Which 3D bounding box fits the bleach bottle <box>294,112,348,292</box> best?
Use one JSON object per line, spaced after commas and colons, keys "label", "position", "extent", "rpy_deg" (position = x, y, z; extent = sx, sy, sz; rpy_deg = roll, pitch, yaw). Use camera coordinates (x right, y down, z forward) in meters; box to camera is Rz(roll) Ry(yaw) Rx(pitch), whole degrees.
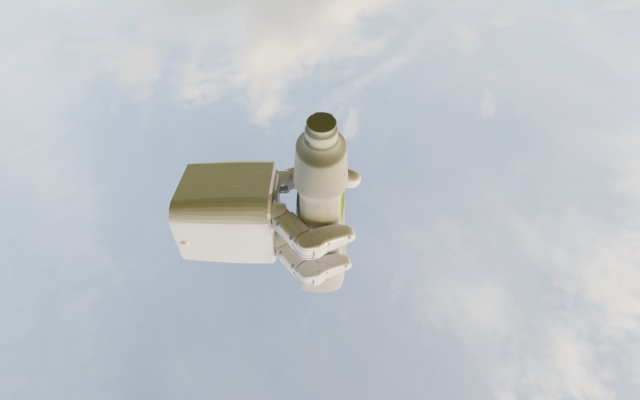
{"label": "bleach bottle", "position": [0.000, 0.002, 0.533], "extent": [0.068, 0.102, 0.251], "rpy_deg": [0, -39, 0]}
